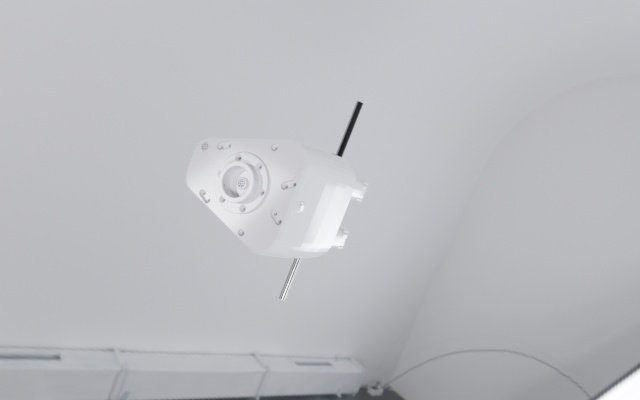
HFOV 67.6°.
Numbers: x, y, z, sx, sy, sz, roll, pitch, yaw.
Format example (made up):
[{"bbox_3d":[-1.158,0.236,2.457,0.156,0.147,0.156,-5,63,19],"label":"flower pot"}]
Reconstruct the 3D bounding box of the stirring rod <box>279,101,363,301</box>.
[{"bbox_3d":[0.000,0.002,0.541,0.011,0.239,0.011,22,4,-1],"label":"stirring rod"}]
